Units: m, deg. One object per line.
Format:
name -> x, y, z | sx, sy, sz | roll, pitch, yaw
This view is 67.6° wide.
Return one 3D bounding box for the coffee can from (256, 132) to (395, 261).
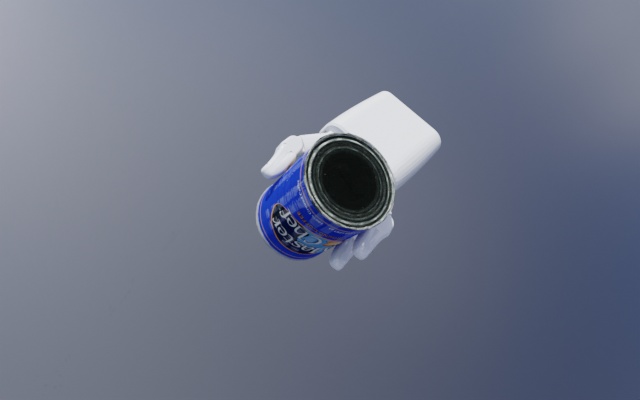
coffee can -> 0.000, 0.002, 0.524 | 0.103, 0.102, 0.140 | 0, -18, -27
